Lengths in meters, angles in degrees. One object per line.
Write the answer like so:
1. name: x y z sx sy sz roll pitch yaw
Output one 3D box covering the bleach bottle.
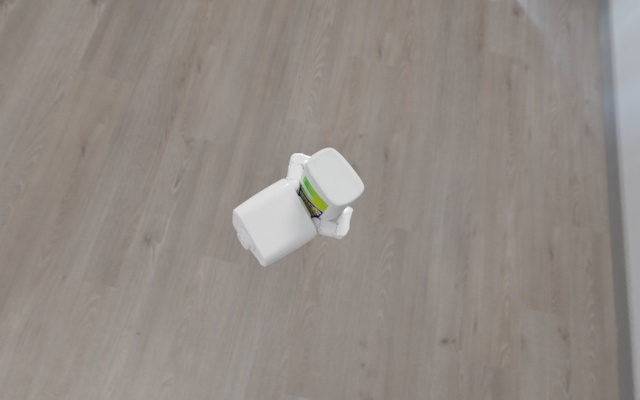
1. bleach bottle: 0.000 0.003 0.861 0.068 0.102 0.251 -32 -11 -20
